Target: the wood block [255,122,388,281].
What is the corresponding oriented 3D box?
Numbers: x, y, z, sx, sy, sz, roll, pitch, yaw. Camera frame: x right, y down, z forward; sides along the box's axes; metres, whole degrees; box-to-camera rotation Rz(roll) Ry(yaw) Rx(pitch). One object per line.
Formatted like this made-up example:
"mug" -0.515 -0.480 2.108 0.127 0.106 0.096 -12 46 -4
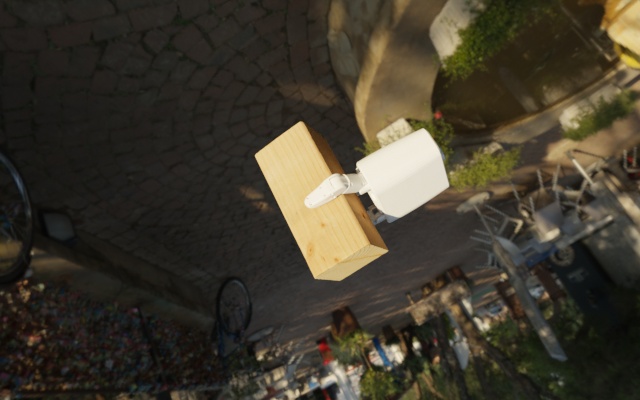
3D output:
"wood block" 0.000 0.002 0.689 0.090 0.206 0.091 -34 -22 15
